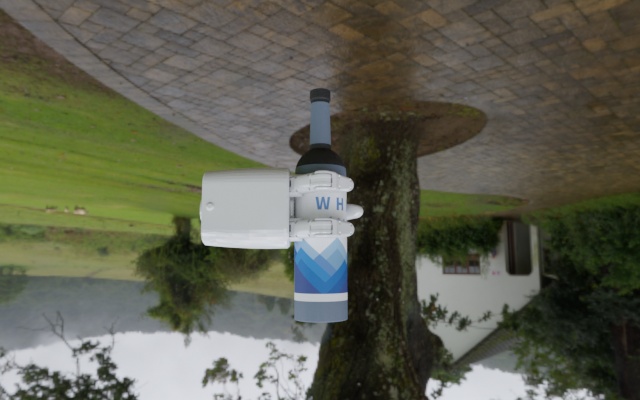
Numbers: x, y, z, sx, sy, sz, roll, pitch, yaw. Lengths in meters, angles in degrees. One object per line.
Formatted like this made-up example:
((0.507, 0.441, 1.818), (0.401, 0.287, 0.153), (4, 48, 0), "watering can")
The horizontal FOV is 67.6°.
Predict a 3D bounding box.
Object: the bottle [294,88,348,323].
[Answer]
((0.000, 0.002, 0.613), (0.069, 0.295, 0.069), (0, -7, 0), "bottle")
